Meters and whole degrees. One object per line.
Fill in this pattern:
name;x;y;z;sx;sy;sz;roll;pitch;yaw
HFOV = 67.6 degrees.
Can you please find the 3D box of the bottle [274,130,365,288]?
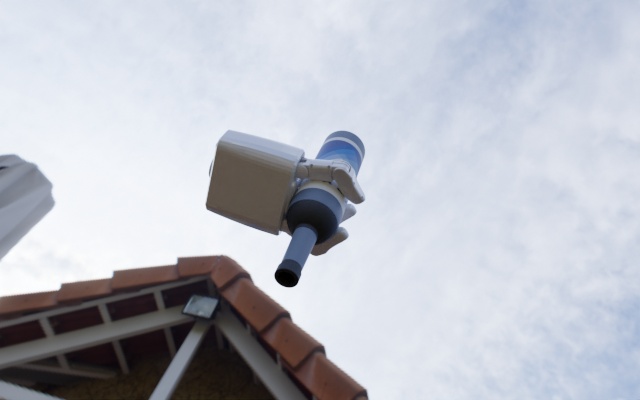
bottle;0.000;0.002;0.618;0.069;0.069;0.295;0;33;17
